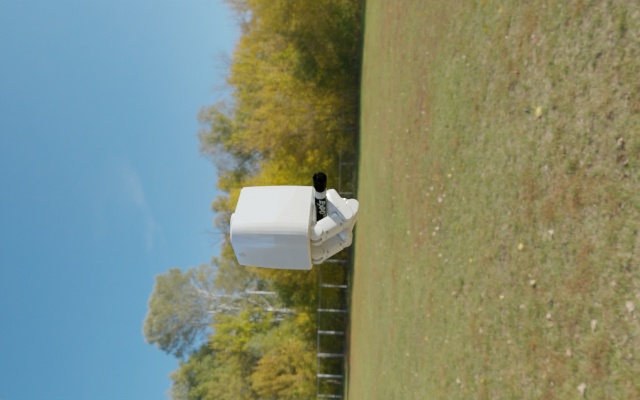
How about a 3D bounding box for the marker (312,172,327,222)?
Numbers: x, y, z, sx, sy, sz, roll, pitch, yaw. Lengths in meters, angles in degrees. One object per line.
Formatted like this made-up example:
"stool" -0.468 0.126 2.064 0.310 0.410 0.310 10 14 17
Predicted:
"marker" 0.000 0.002 0.659 0.020 0.020 0.121 0 -35 1
